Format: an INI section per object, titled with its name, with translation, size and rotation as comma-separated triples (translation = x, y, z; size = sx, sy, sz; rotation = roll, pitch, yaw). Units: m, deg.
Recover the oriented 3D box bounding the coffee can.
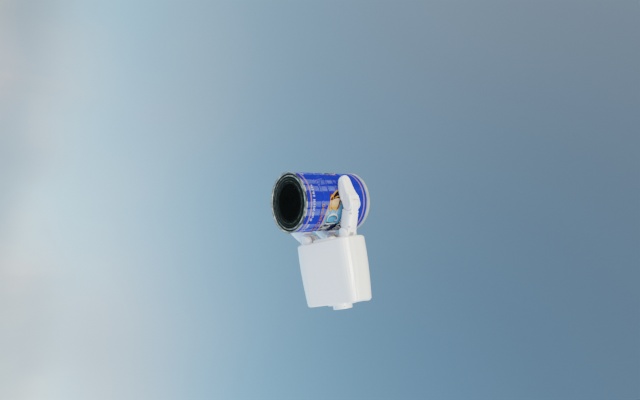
[coffee can]
translation = 0.000, 0.003, 0.828
size = 0.140, 0.103, 0.103
rotation = -1, 0, -39
